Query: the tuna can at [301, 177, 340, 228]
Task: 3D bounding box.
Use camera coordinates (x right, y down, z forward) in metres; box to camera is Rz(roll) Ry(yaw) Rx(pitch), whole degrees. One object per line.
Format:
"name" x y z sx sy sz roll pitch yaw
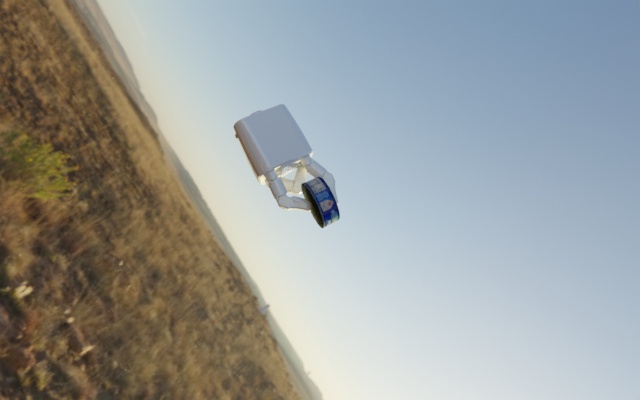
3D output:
"tuna can" 0.001 0.003 0.826 0.034 0.086 0.086 -25 5 -11
